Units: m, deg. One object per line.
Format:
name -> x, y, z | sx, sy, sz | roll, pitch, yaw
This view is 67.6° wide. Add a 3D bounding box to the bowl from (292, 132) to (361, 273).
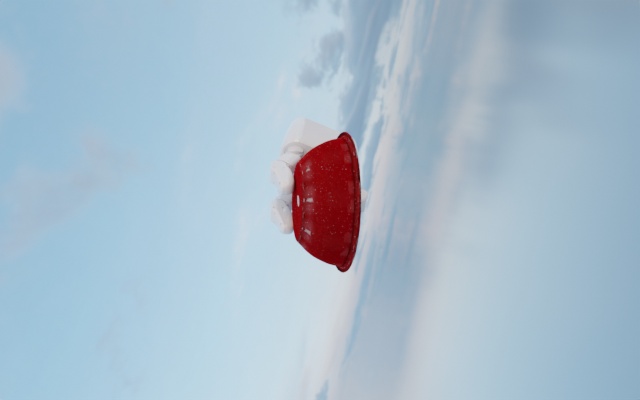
bowl -> 0.000, 0.002, 0.544 | 0.055, 0.162, 0.162 | 1, 0, -11
